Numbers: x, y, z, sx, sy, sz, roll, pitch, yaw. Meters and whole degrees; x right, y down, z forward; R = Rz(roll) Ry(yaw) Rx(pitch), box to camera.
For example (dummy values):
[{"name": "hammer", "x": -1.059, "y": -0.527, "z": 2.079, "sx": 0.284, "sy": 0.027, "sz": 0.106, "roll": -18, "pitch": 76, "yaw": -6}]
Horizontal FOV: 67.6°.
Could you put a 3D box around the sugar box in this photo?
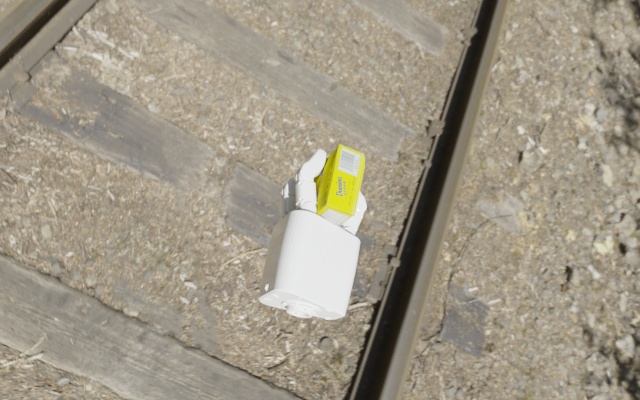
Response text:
[{"name": "sugar box", "x": 0.000, "y": 0.002, "z": 0.673, "sx": 0.048, "sy": 0.093, "sz": 0.176, "roll": 22, "pitch": -28, "yaw": -17}]
